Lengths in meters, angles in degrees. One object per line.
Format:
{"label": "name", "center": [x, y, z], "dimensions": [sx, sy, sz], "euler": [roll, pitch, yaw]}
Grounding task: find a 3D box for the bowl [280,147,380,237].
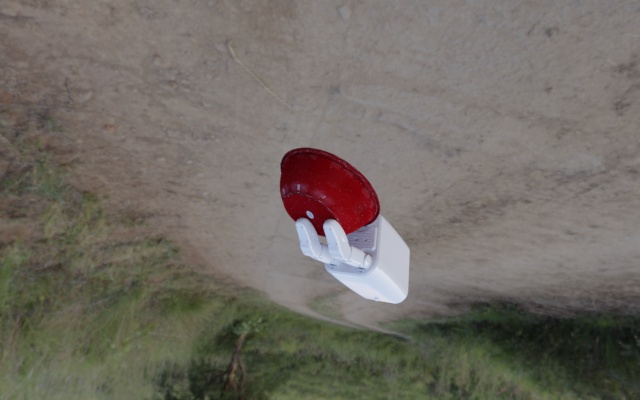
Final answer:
{"label": "bowl", "center": [-0.001, 0.002, 0.676], "dimensions": [0.162, 0.055, 0.162], "euler": [24, -32, 16]}
